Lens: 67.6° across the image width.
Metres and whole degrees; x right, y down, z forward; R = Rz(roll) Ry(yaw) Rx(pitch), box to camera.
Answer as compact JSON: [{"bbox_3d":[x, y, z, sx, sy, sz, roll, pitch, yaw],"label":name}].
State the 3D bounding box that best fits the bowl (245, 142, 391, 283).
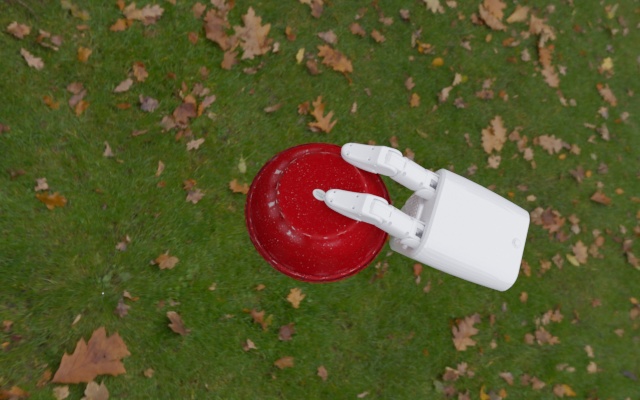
[{"bbox_3d":[-0.001,0.001,0.499,0.162,0.162,0.055,0,-19,-4],"label":"bowl"}]
